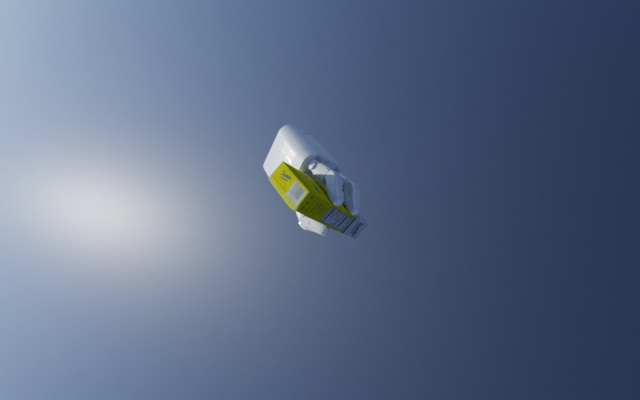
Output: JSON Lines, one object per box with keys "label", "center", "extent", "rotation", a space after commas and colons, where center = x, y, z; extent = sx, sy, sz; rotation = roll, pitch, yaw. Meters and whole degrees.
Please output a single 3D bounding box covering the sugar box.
{"label": "sugar box", "center": [0.000, 0.002, 0.815], "extent": [0.176, 0.048, 0.093], "rotation": [25, 20, -49]}
